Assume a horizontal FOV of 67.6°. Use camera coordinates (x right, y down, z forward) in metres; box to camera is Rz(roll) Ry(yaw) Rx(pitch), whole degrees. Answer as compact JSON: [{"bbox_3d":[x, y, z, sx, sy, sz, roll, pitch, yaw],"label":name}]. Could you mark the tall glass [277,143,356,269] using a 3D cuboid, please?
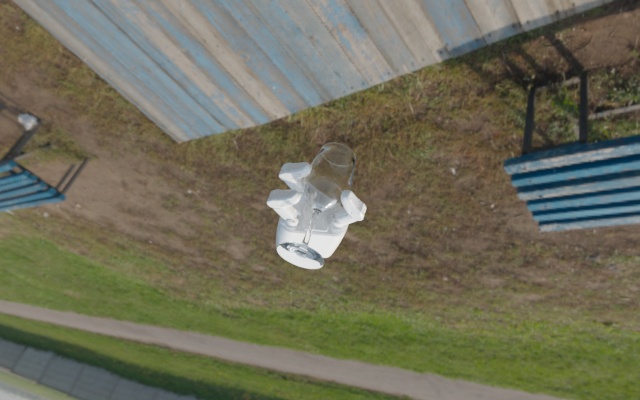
[{"bbox_3d":[0.000,0.003,0.751,0.079,0.201,0.079,15,-32,9],"label":"tall glass"}]
